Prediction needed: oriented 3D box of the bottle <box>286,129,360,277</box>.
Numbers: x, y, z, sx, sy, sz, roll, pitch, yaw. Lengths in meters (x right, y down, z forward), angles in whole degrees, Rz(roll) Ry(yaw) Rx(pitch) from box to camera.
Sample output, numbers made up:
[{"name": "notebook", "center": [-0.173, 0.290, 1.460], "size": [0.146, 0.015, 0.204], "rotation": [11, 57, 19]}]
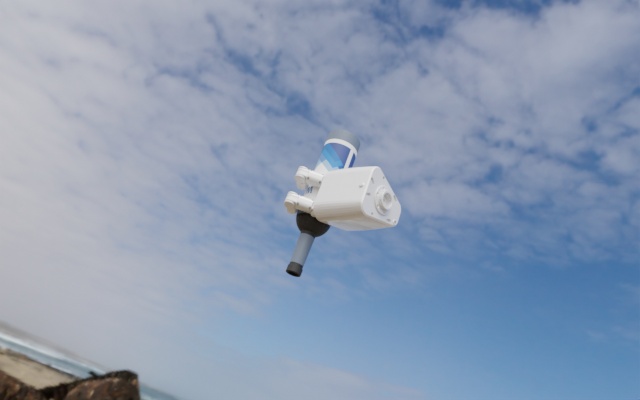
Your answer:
[{"name": "bottle", "center": [0.000, 0.003, 0.887], "size": [0.069, 0.295, 0.069], "rotation": [17, -26, 9]}]
